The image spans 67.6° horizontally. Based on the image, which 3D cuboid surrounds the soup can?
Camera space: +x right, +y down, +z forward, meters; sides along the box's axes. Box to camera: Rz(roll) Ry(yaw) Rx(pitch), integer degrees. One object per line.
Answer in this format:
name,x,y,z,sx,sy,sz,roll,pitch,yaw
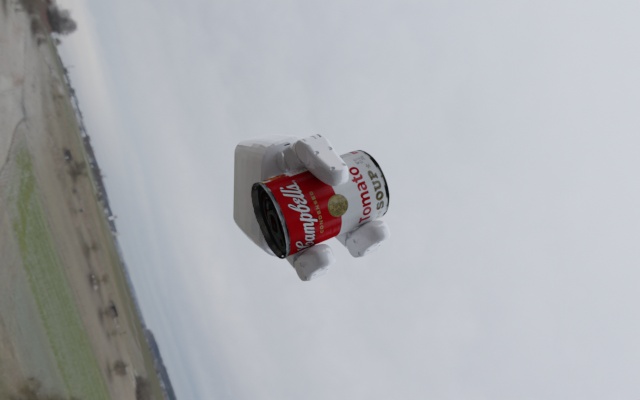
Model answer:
soup can,0.001,0.001,0.416,0.102,0.068,0.068,-20,8,-23
